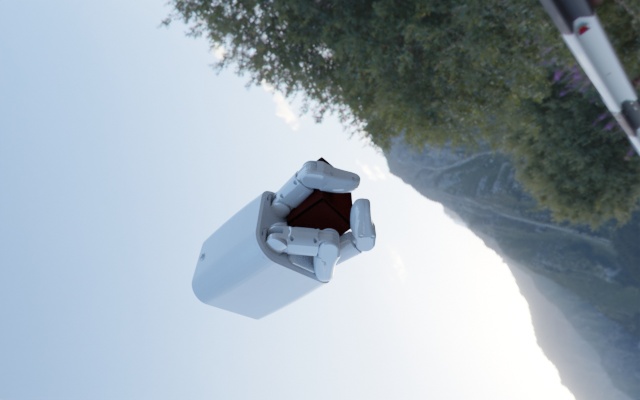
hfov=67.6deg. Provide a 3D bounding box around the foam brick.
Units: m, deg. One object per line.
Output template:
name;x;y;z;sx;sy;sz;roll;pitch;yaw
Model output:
foam brick;0.000;0.002;0.520;0.051;0.078;0.053;-36;-60;25
